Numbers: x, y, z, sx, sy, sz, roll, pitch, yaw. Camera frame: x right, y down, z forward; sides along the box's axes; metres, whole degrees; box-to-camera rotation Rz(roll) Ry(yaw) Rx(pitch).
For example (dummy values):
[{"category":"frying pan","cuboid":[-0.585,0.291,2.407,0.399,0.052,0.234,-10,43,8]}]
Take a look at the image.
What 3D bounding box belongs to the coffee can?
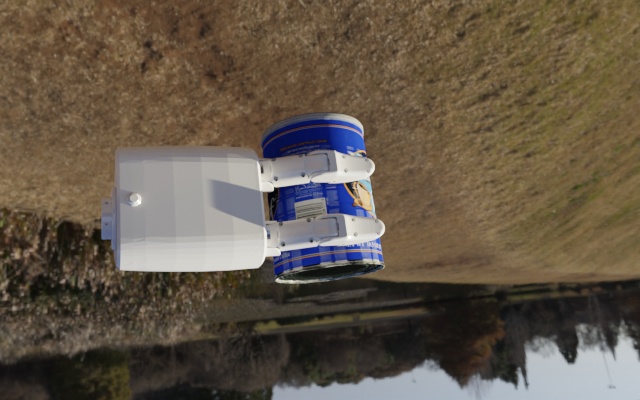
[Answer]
[{"category":"coffee can","cuboid":[0.000,0.001,0.459,0.103,0.140,0.103,-7,-16,-2]}]
